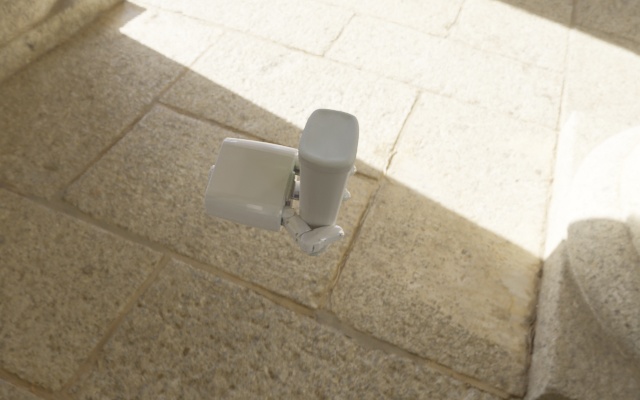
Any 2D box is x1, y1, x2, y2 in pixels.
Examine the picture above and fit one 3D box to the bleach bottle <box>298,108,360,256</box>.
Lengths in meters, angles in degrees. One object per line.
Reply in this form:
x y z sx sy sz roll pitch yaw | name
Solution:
0.000 0.002 0.649 0.068 0.102 0.251 11 -40 2 | bleach bottle
